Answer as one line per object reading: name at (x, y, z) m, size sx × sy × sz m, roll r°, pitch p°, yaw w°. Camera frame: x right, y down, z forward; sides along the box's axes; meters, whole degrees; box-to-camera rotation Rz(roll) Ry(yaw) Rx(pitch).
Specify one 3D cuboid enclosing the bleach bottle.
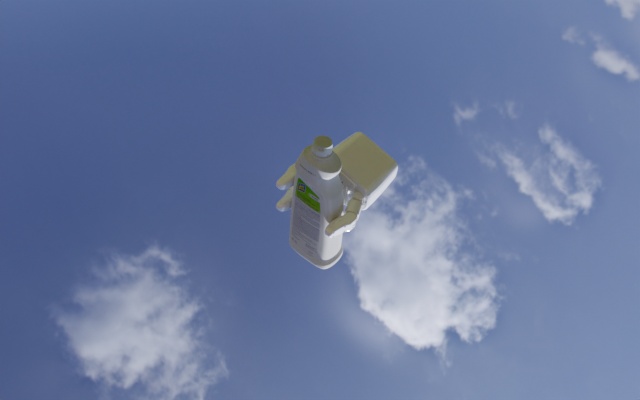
bleach bottle at (0.000, 0.003, 0.795) m, size 0.102 × 0.251 × 0.068 m, roll 32°, pitch 51°, yaw 22°
